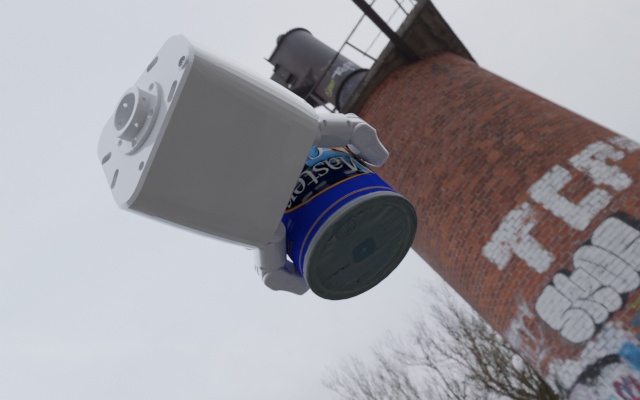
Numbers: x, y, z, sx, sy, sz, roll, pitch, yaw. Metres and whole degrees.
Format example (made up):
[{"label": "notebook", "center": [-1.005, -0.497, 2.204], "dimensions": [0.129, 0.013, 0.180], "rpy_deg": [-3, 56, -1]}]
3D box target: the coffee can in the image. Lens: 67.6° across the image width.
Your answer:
[{"label": "coffee can", "center": [0.000, 0.001, 0.416], "dimensions": [0.103, 0.103, 0.140], "rpy_deg": [0, 33, -36]}]
